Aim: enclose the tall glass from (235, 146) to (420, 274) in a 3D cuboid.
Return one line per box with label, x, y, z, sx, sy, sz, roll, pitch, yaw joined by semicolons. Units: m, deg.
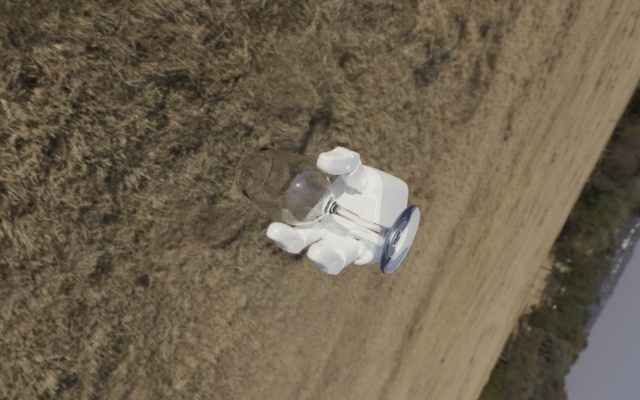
tall glass;0.001;0.002;0.515;0.201;0.079;0.079;25;12;28
